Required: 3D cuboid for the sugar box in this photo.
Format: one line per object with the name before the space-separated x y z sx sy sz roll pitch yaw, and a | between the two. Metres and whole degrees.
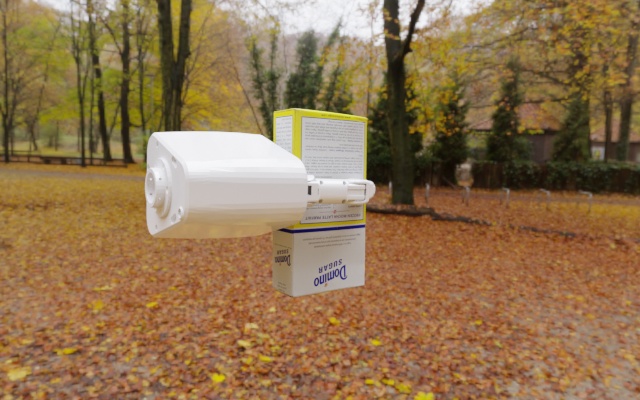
sugar box | 0.000 0.001 0.479 0.093 0.176 0.048 -1 7 -36
